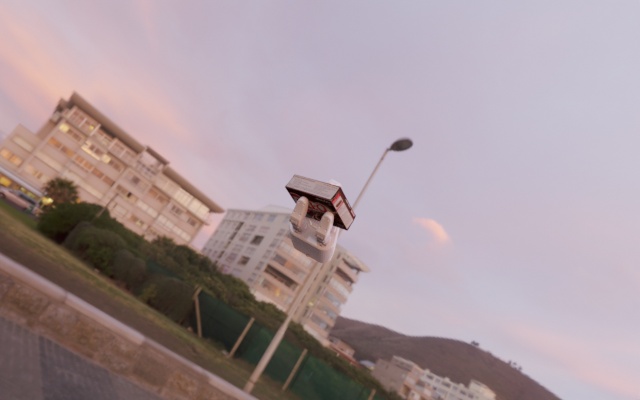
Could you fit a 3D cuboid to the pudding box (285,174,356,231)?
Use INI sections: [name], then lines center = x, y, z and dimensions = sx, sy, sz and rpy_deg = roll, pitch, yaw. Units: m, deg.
[pudding box]
center = 0.000, 0.003, 0.876
dimensions = 0.113, 0.039, 0.090
rpy_deg = 15, -29, 36
